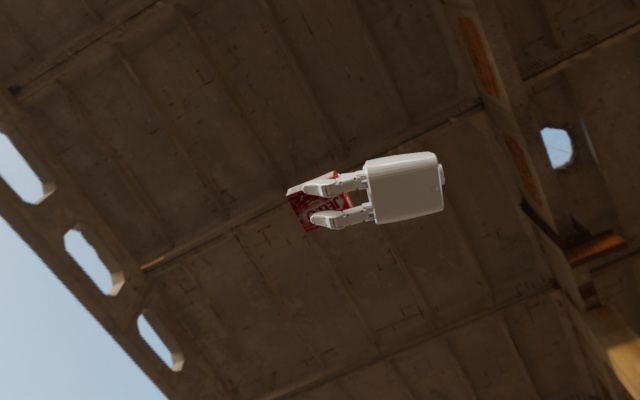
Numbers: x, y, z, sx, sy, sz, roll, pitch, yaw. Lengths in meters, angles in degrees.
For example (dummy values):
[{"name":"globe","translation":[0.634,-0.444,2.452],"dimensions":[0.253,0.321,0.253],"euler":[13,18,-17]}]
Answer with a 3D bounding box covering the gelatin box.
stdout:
[{"name":"gelatin box","translation":[0.000,0.002,0.767],"dimensions":[0.089,0.073,0.030],"euler":[-21,22,16]}]
